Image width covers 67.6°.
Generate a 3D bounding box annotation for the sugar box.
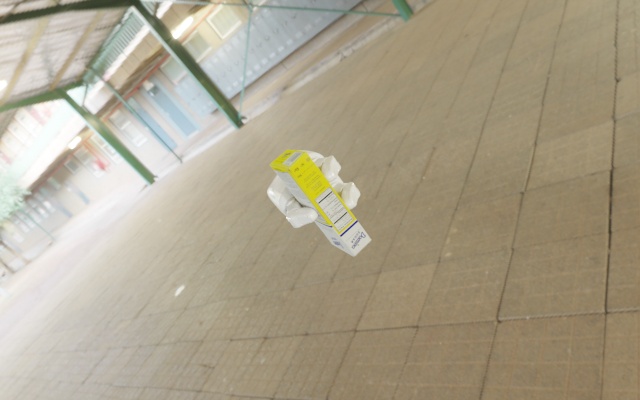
[{"bbox_3d":[0.000,0.002,0.742,0.048,0.176,0.093,-44,21,-10],"label":"sugar box"}]
